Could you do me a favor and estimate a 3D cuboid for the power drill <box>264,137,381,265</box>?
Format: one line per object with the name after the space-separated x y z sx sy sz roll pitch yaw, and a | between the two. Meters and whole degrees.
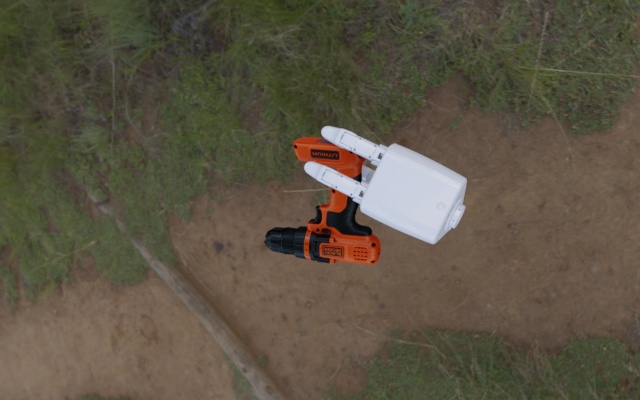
0.000 0.002 0.713 0.184 0.188 0.057 4 19 16 | power drill
